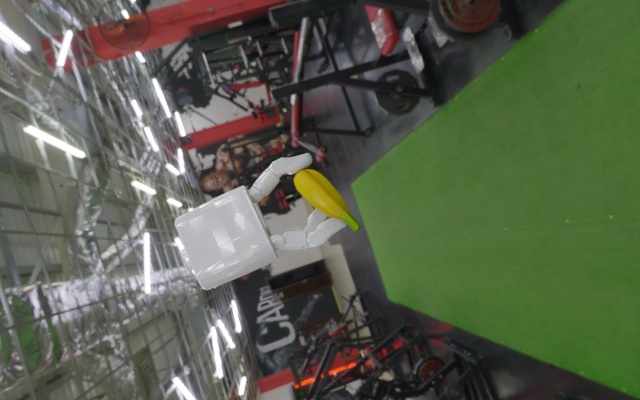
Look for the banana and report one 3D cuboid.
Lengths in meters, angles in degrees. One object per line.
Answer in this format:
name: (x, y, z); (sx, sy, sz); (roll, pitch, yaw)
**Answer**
banana: (-0.007, -0.012, 0.655); (0.037, 0.070, 0.197); (-32, 24, -6)
